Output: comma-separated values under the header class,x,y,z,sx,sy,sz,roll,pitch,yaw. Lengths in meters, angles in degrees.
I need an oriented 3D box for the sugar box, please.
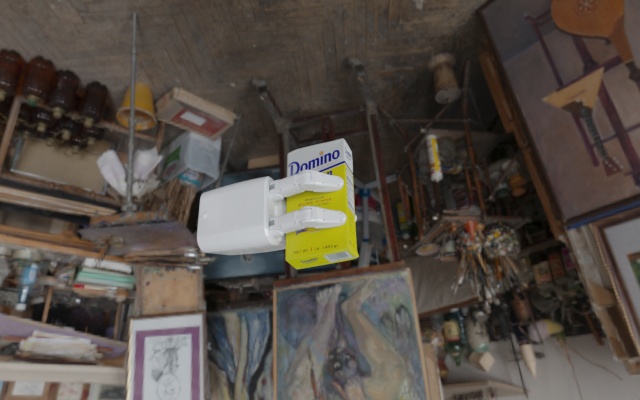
class,x,y,z,sx,sy,sz,roll,pitch,yaw
sugar box,0.000,0.002,0.674,0.093,0.176,0.048,-12,-28,17
